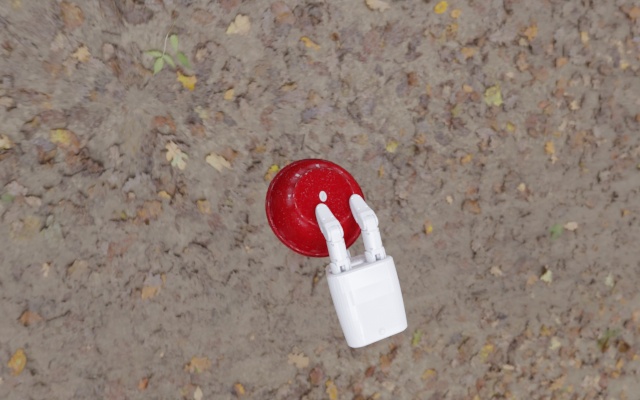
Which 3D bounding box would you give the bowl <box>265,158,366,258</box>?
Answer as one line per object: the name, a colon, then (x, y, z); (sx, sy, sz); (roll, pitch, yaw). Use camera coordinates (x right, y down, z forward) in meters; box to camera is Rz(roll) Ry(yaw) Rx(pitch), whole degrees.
bowl: (-0.001, 0.001, 0.719); (0.162, 0.162, 0.055); (0, -17, -14)
